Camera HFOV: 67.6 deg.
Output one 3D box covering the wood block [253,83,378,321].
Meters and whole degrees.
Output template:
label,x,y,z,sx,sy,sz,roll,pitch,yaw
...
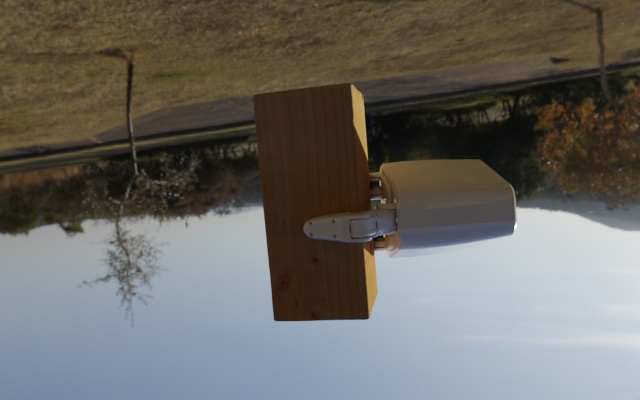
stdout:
label,x,y,z,sx,sy,sz,roll,pitch,yaw
wood block,0.000,0.002,0.461,0.090,0.206,0.091,-4,4,13
